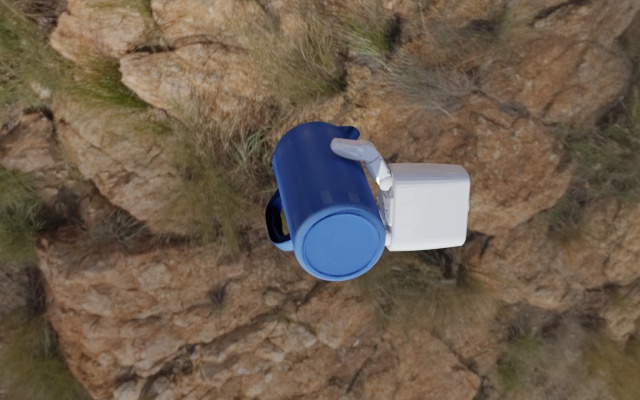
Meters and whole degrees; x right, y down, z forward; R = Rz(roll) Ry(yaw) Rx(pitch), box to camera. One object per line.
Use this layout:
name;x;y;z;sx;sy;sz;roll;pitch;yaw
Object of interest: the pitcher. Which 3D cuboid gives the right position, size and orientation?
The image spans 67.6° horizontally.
pitcher;0.000;0.002;0.645;0.145;0.149;0.242;-1;29;-8
